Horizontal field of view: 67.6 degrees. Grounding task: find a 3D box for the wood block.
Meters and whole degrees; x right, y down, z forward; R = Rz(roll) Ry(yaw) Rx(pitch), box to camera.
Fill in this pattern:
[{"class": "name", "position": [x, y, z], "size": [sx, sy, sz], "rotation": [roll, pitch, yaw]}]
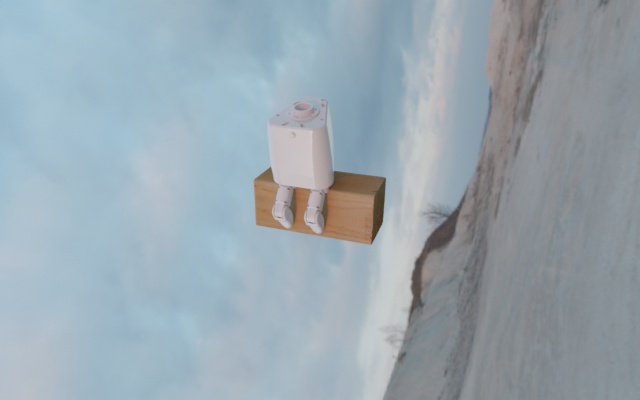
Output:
[{"class": "wood block", "position": [0.000, 0.002, 0.818], "size": [0.206, 0.090, 0.090], "rotation": [9, 26, 18]}]
